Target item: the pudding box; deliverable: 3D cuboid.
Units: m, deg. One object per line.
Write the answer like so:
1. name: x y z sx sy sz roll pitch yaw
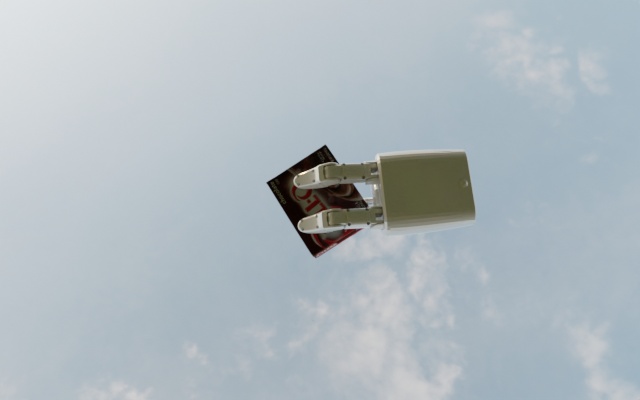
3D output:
1. pudding box: 0.000 0.002 0.596 0.090 0.113 0.039 -33 -14 -3
